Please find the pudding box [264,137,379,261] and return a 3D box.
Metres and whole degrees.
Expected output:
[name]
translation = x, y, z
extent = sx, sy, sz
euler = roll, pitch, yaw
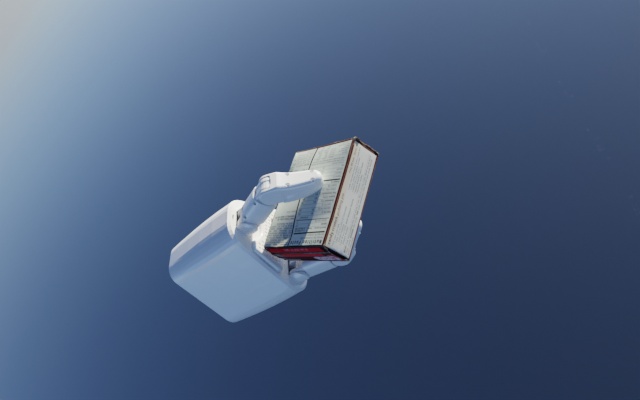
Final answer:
[pudding box]
translation = 0.000, 0.001, 0.456
extent = 0.039, 0.113, 0.090
euler = 31, -24, -36
